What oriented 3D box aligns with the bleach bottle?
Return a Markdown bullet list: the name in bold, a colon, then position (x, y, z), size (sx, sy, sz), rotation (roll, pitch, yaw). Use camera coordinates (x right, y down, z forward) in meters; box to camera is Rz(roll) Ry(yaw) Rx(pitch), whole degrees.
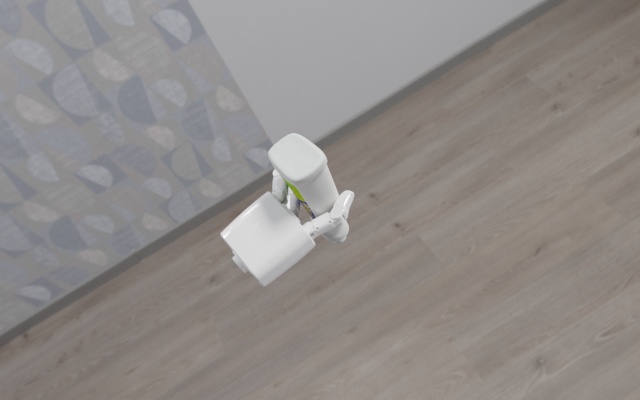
- **bleach bottle**: position (0.000, 0.003, 0.807), size (0.102, 0.068, 0.251), rotation (44, -11, 40)
